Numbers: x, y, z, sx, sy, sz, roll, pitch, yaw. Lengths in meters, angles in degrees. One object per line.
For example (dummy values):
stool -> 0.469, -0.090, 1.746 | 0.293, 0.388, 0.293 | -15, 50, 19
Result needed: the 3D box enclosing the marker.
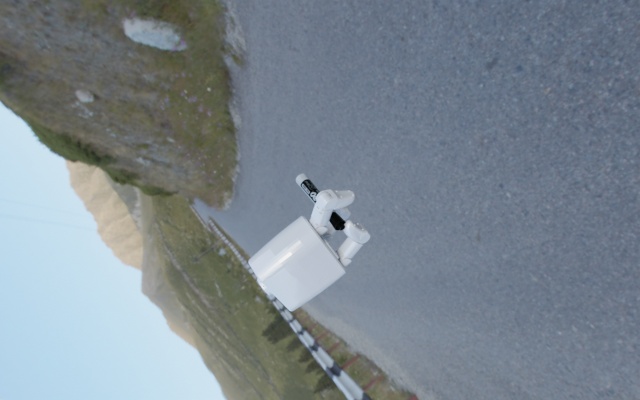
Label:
marker -> 0.000, 0.002, 0.710 | 0.020, 0.020, 0.121 | 0, 38, -41
